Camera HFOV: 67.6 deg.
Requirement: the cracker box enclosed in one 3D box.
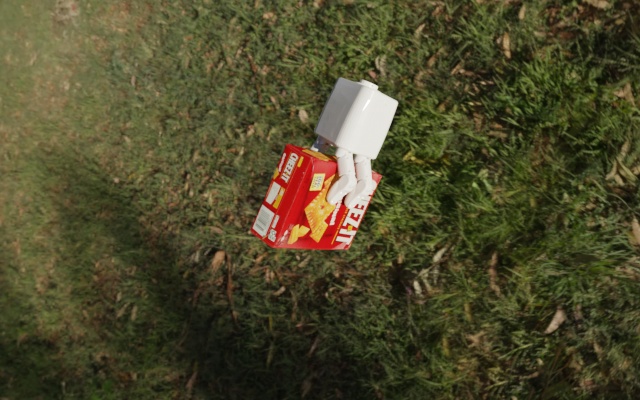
[{"bbox_3d":[0.000,0.003,0.843,0.072,0.164,0.214,33,15,37],"label":"cracker box"}]
